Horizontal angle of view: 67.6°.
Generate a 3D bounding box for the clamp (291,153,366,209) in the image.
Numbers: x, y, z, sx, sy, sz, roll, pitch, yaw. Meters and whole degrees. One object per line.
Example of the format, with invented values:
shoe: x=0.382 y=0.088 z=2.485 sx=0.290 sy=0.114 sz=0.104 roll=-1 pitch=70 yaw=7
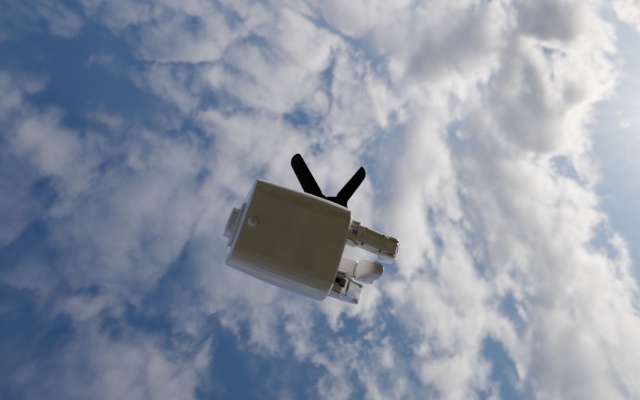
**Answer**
clamp: x=0.000 y=0.003 z=0.716 sx=0.120 sy=0.171 sz=0.039 roll=15 pitch=-35 yaw=-2
